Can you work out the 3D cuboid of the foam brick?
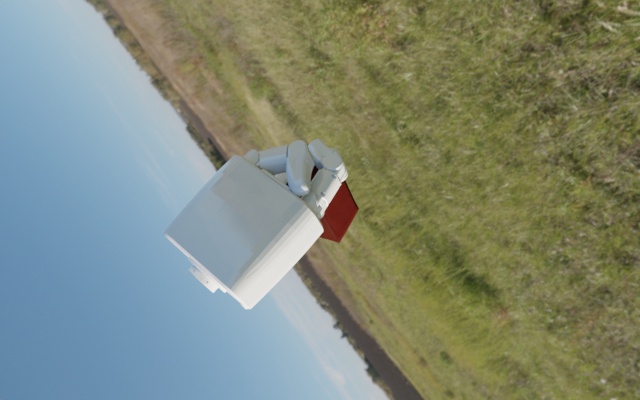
[{"bbox_3d":[0.000,0.002,0.529,0.053,0.051,0.078,13,-29,31],"label":"foam brick"}]
